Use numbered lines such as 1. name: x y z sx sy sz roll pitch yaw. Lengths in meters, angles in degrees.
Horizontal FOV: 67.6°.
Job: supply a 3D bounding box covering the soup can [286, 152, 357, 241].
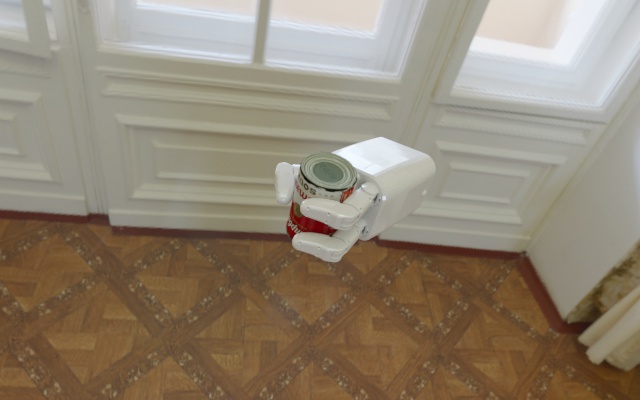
1. soup can: 0.000 0.002 0.567 0.068 0.102 0.068 8 42 -8
